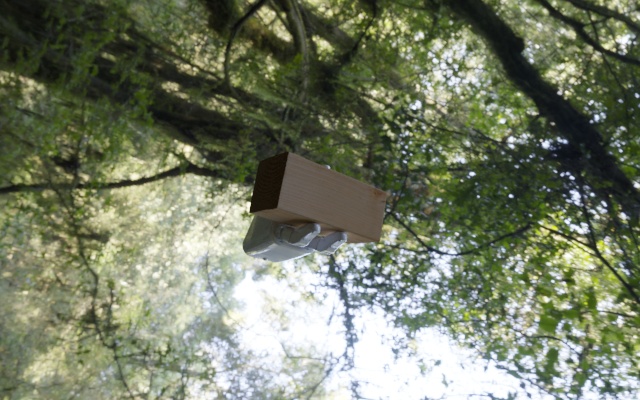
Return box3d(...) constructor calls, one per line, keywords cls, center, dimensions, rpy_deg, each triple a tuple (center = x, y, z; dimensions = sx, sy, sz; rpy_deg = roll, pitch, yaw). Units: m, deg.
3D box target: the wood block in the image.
box3d(cls="wood block", center=(0.000, 0.002, 0.783), dimensions=(0.206, 0.090, 0.090), rpy_deg=(20, -18, -34))
